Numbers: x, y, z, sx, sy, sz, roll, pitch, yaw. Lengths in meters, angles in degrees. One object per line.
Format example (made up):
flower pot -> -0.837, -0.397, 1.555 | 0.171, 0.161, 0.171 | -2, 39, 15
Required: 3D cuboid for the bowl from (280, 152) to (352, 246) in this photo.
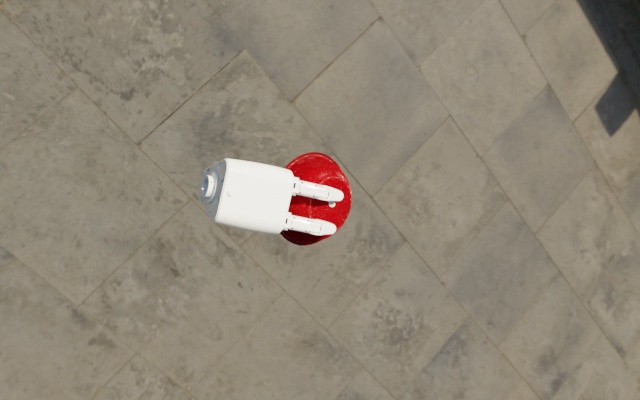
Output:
bowl -> 0.001, 0.003, 0.793 | 0.162, 0.162, 0.055 | 0, 10, -41
